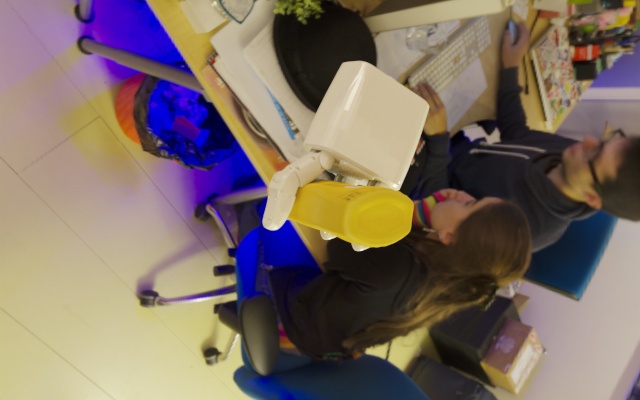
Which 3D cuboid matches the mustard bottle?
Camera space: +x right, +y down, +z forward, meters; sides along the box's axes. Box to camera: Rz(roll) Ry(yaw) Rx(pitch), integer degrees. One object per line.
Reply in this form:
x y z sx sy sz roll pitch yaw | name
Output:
0.000 0.002 0.523 0.096 0.058 0.191 -2 11 -39 | mustard bottle
